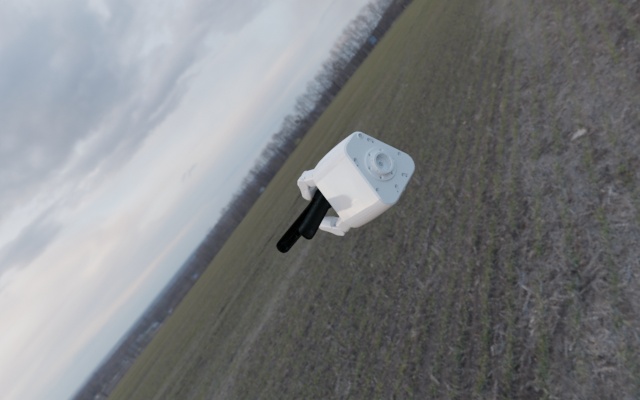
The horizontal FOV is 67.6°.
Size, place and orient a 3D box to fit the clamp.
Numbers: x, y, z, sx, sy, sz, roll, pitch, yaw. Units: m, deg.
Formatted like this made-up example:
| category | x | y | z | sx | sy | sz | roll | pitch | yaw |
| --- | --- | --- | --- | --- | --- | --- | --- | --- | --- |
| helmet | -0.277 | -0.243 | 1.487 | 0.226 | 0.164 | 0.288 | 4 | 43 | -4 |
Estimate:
| category | x | y | z | sx | sy | sz | roll | pitch | yaw |
| --- | --- | --- | --- | --- | --- | --- | --- | --- | --- |
| clamp | 0.000 | 0.002 | 0.818 | 0.036 | 0.210 | 0.164 | 39 | -29 | -7 |
